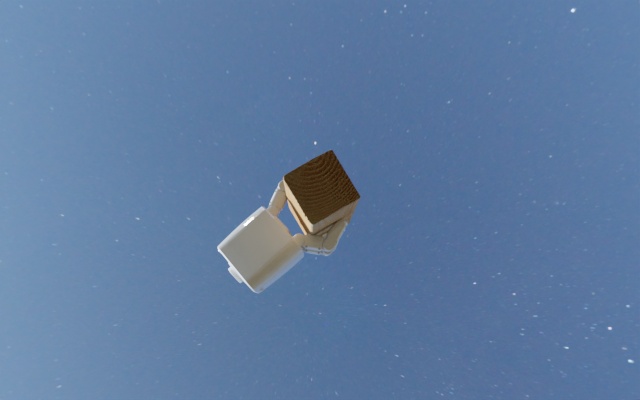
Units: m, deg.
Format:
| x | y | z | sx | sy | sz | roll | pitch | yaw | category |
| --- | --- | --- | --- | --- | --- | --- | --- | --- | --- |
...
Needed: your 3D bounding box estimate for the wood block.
| x | y | z | sx | sy | sz | roll | pitch | yaw | category |
| --- | --- | --- | --- | --- | --- | --- | --- | --- | --- |
| 0.000 | 0.003 | 0.817 | 0.090 | 0.091 | 0.206 | -30 | -11 | -8 | wood block |
